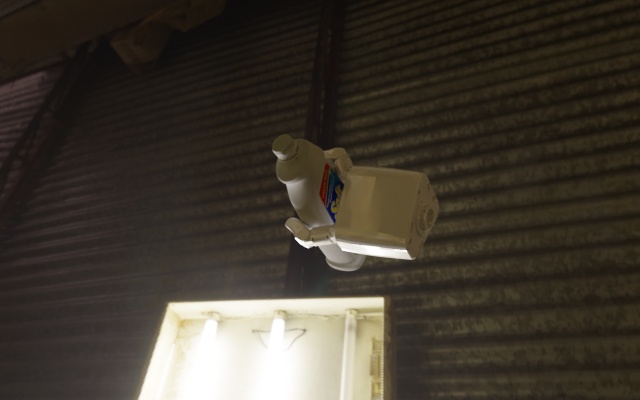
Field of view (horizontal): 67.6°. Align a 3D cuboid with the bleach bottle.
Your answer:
[{"bbox_3d":[0.000,0.002,0.700,0.068,0.102,0.251,5,-31,33],"label":"bleach bottle"}]
